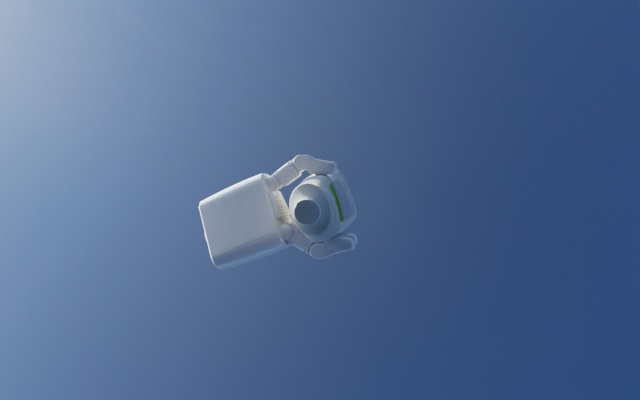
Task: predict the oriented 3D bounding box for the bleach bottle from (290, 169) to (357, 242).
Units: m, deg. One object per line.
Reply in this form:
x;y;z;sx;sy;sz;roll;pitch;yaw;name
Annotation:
0.000;0.002;0.672;0.068;0.102;0.251;-23;-2;9;bleach bottle
